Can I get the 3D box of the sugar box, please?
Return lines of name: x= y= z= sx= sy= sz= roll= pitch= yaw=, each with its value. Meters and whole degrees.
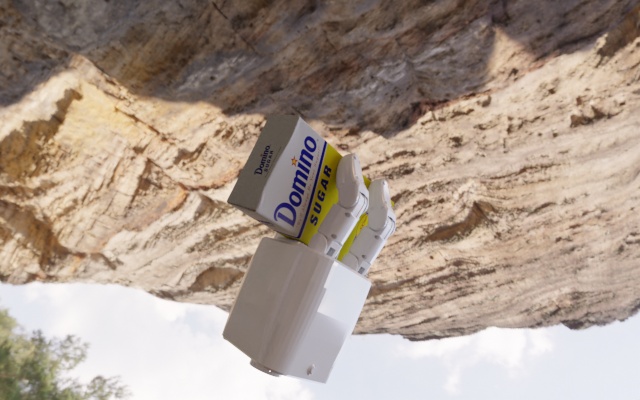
sugar box: x=0.000 y=0.002 z=0.467 sx=0.048 sy=0.093 sz=0.176 roll=14 pitch=-15 yaw=41
